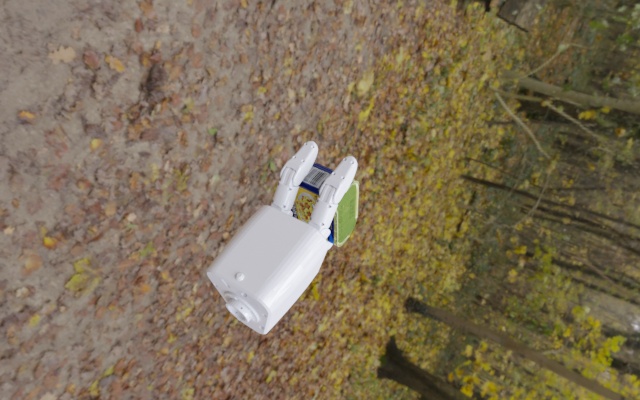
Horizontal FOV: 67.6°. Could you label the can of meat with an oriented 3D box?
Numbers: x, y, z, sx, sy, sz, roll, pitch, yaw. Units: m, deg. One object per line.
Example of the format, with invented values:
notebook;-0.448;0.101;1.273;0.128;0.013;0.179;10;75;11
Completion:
can of meat;0.000;0.002;0.611;0.084;0.102;0.057;25;53;24
